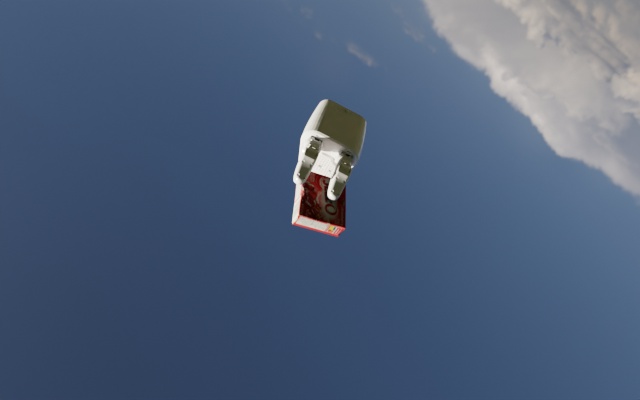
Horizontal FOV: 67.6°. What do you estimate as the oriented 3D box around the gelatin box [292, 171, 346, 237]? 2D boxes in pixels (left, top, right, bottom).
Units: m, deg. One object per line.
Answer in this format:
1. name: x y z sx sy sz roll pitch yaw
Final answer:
1. gelatin box: 0.000 0.003 0.705 0.073 0.089 0.030 17 -39 -17
